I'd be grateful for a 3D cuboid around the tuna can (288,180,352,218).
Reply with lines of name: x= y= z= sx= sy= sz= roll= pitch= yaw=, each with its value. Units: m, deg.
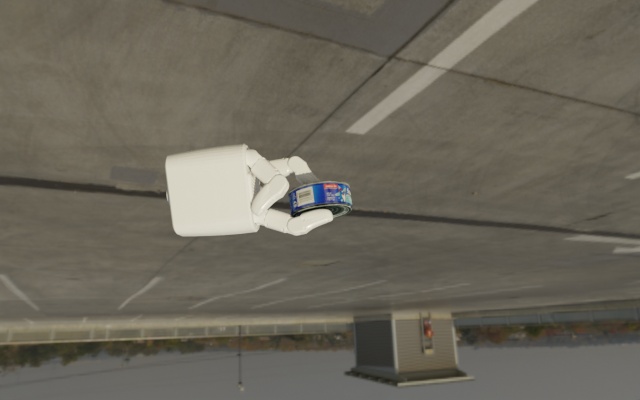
tuna can: x=0.000 y=0.003 z=0.654 sx=0.086 sy=0.033 sz=0.086 roll=-7 pitch=-16 yaw=-2
